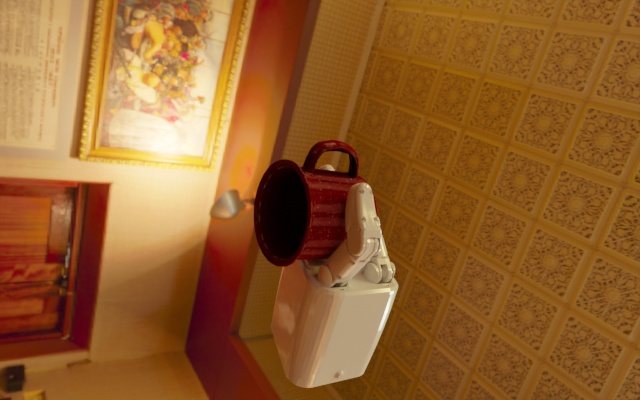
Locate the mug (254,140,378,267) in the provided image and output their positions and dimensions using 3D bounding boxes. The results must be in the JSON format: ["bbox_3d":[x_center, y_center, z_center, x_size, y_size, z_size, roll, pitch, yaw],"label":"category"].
[{"bbox_3d":[0.001,0.000,0.431,0.081,0.117,0.093,3,22,-37],"label":"mug"}]
